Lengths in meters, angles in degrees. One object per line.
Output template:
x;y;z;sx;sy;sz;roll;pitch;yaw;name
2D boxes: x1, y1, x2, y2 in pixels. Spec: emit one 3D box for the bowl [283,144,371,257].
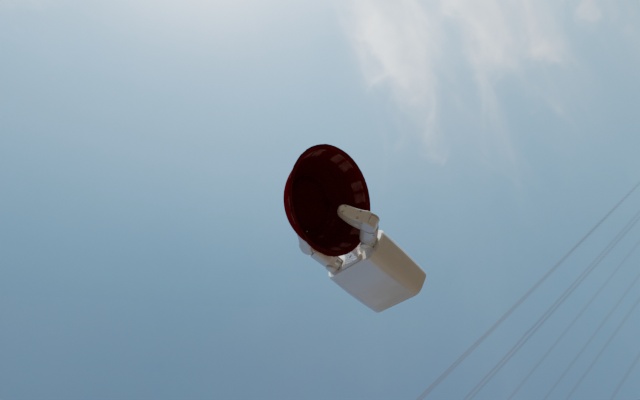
-0.001;0.001;0.696;0.162;0.162;0.055;0;-8;-44;bowl
